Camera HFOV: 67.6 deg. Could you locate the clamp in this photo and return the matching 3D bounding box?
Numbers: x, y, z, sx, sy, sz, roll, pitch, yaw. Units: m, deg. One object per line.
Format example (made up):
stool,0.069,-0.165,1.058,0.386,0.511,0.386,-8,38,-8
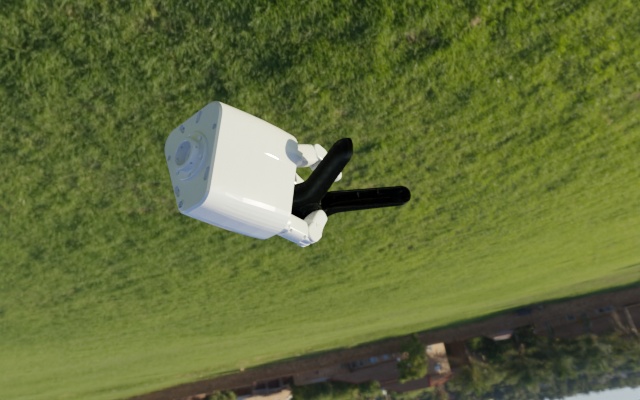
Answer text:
clamp,0.000,0.003,0.601,0.210,0.036,0.164,-26,-33,32
